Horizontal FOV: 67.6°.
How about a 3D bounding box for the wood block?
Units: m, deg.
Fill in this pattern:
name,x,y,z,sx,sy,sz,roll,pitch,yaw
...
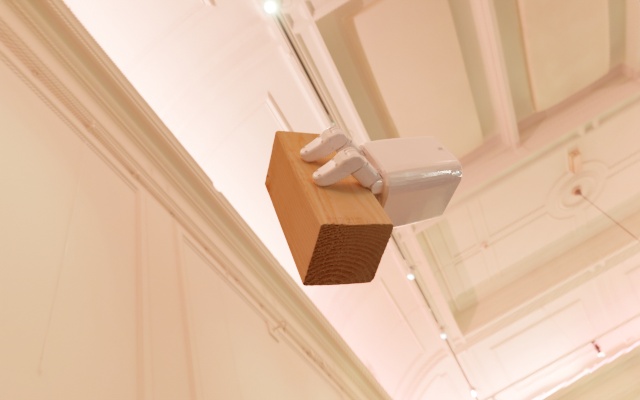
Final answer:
name,x,y,z,sx,sy,sz,roll,pitch,yaw
wood block,0.000,0.002,0.603,0.090,0.091,0.206,1,35,-22
